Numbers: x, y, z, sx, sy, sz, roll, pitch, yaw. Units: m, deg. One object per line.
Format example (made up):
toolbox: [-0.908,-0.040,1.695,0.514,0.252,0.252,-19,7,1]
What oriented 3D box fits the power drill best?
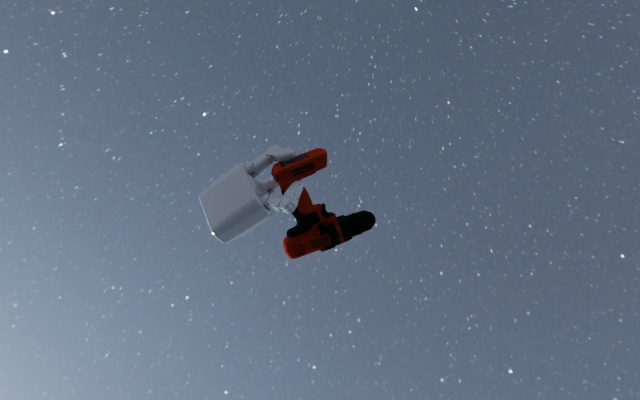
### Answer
power drill: [0.000,0.003,0.884,0.184,0.188,0.057,-21,20,-9]
